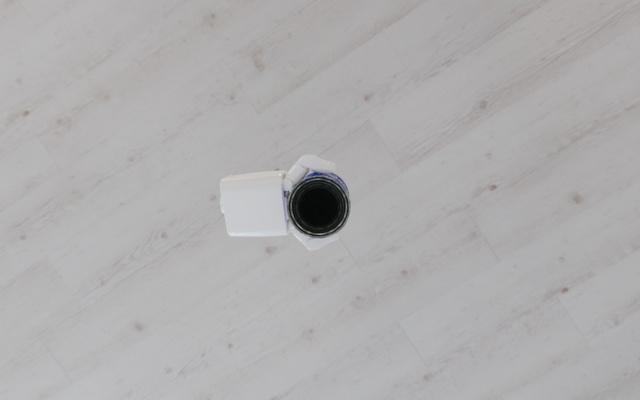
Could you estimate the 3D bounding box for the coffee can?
[{"bbox_3d":[0.000,0.003,0.828,0.103,0.103,0.140,0,6,3],"label":"coffee can"}]
